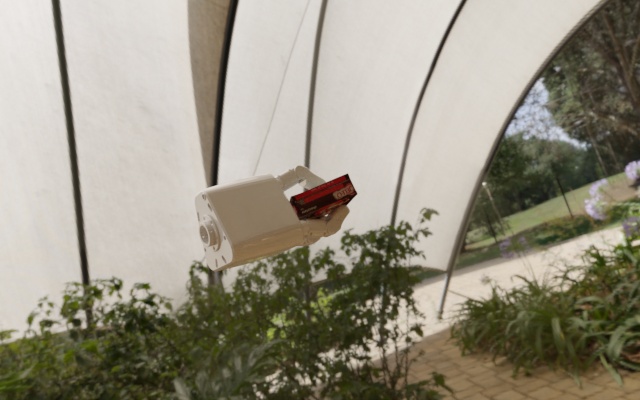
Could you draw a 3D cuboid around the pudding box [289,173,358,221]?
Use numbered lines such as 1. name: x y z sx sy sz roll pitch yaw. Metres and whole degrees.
1. pudding box: 0.000 0.002 0.711 0.090 0.039 0.113 -22 -5 -9
